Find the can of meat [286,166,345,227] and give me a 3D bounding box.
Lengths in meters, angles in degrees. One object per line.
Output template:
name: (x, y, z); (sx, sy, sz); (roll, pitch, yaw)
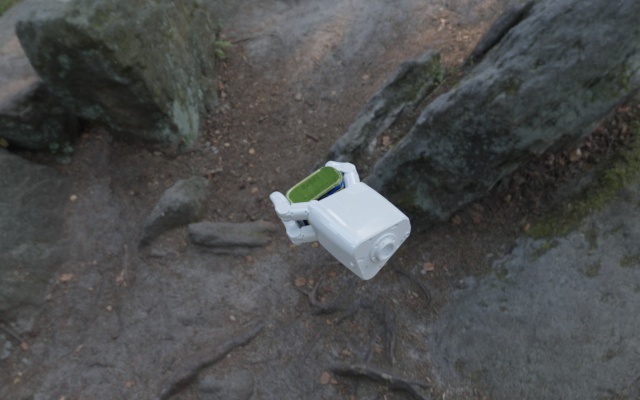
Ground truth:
can of meat: (0.000, 0.002, 0.794); (0.102, 0.084, 0.057); (-36, 48, -11)
